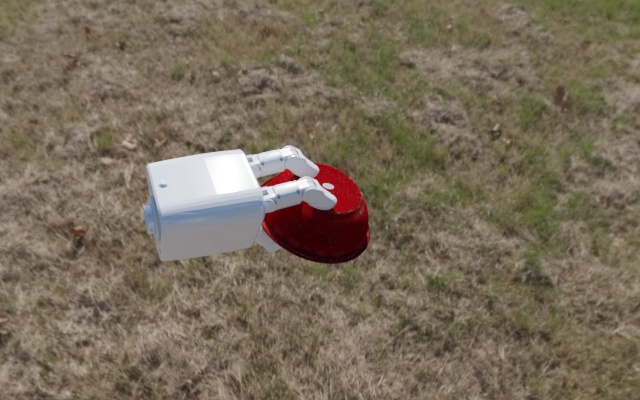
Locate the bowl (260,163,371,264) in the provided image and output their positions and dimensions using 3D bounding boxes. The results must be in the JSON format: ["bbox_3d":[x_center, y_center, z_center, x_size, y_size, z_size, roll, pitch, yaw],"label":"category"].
[{"bbox_3d":[0.001,0.001,0.612,0.162,0.055,0.162,16,39,-13],"label":"bowl"}]
